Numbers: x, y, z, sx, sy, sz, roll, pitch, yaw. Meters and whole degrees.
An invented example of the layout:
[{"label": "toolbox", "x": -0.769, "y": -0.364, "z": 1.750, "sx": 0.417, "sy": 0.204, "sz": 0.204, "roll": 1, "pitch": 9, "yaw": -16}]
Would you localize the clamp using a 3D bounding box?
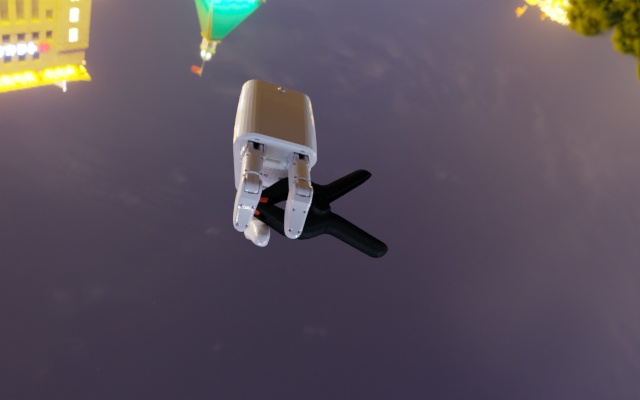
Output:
[{"label": "clamp", "x": 0.000, "y": 0.002, "z": 0.576, "sx": 0.171, "sy": 0.120, "sz": 0.039, "roll": 13, "pitch": -40, "yaw": -20}]
